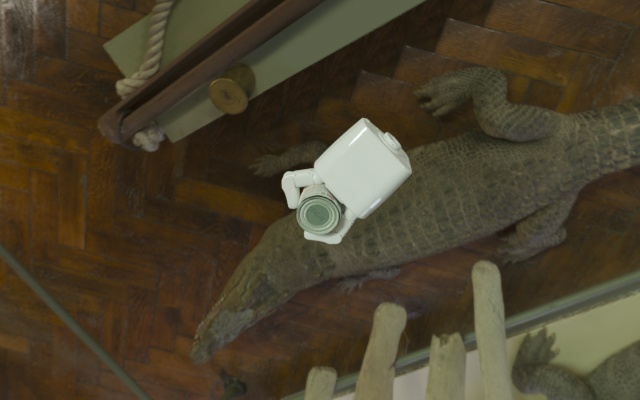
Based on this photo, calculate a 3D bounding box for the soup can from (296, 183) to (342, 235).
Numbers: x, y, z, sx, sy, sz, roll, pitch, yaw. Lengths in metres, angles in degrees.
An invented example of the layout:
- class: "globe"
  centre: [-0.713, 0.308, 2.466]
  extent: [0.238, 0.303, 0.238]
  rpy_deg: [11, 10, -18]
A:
- class: "soup can"
  centre: [0.000, 0.003, 0.761]
  extent: [0.068, 0.068, 0.102]
  rpy_deg: [0, 25, 5]
